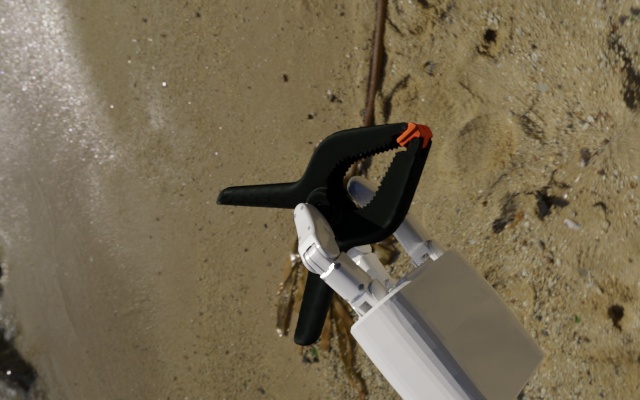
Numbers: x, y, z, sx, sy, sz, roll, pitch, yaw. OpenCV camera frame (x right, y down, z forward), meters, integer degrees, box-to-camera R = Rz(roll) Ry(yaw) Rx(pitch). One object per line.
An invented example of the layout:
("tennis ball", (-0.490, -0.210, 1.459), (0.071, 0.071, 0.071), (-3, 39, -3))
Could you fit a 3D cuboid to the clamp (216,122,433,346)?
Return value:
("clamp", (0.000, 0.001, 0.399), (0.210, 0.164, 0.036), (-49, -20, 26))
